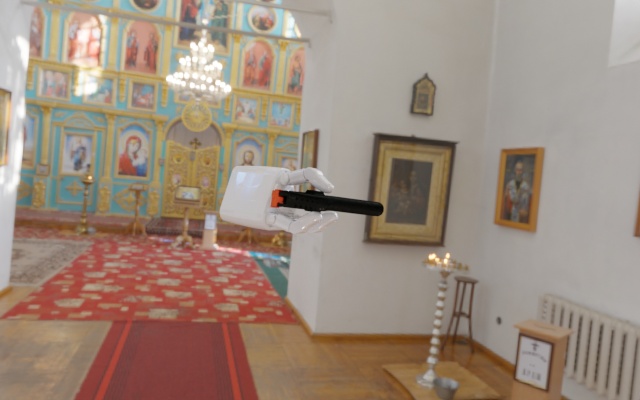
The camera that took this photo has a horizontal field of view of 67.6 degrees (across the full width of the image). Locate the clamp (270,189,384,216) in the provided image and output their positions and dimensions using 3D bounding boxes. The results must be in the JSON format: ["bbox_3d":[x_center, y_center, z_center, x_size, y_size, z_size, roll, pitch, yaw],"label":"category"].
[{"bbox_3d":[0.000,0.002,0.800,0.164,0.036,0.210,8,2,30],"label":"clamp"}]
